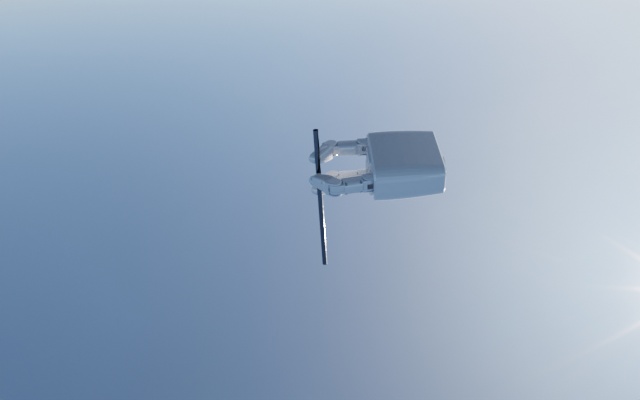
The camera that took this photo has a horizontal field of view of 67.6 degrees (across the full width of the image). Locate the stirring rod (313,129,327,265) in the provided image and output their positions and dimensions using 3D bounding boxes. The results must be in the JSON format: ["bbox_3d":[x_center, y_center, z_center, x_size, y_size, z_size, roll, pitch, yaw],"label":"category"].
[{"bbox_3d":[0.000,0.002,0.747,0.011,0.240,0.011,-3,30,2],"label":"stirring rod"}]
